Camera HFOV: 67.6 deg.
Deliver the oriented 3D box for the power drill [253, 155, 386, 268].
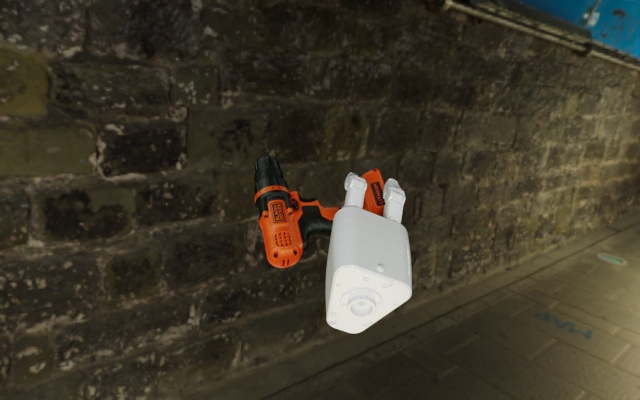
[{"bbox_3d":[0.001,0.002,0.690,0.187,0.184,0.057,-7,-33,-11],"label":"power drill"}]
